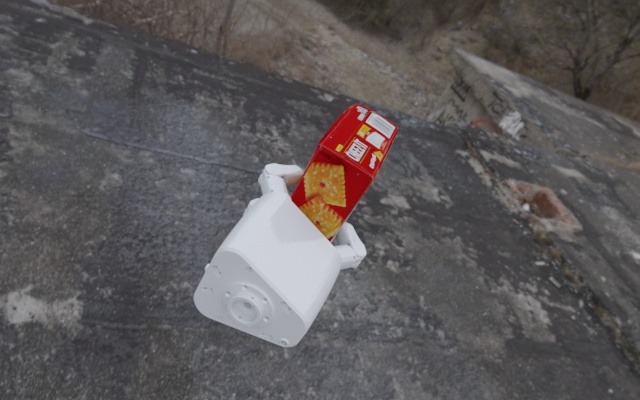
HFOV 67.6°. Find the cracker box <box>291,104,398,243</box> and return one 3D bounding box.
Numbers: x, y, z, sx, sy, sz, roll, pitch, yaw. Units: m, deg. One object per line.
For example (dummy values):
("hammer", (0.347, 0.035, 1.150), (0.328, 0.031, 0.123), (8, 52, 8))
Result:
("cracker box", (0.000, 0.002, 0.583), (0.072, 0.214, 0.164), (33, 32, 0))
